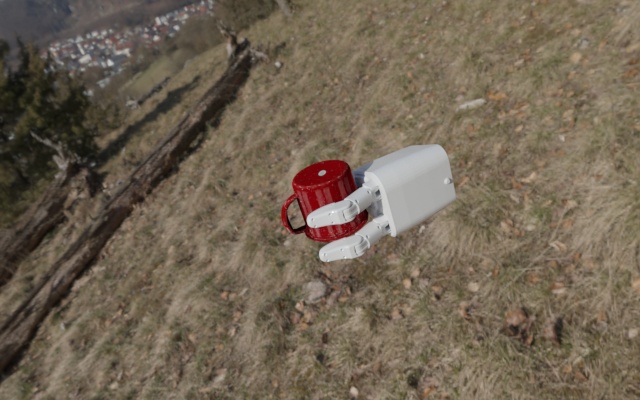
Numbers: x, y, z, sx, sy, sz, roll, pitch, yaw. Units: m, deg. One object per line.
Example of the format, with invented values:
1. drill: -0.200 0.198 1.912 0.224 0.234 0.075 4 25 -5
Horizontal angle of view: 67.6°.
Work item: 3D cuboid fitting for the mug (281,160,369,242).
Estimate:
1. mug: -0.001 0.003 0.644 0.117 0.081 0.093 -26 27 -14
